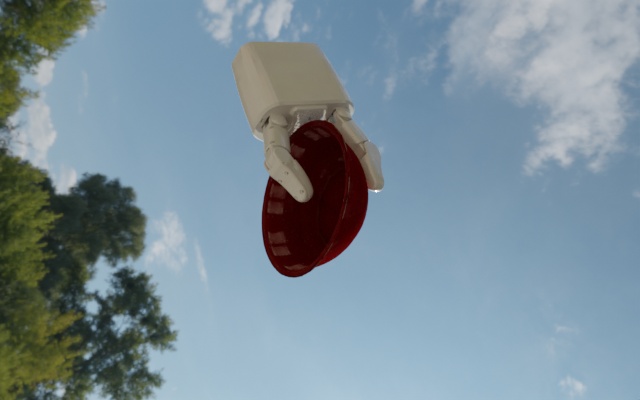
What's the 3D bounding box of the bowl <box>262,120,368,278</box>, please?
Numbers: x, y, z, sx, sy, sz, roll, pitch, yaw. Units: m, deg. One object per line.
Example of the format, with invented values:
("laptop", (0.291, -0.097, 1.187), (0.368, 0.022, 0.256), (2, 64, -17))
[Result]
("bowl", (0.001, 0.003, 0.496), (0.055, 0.162, 0.162), (13, -7, -32))
